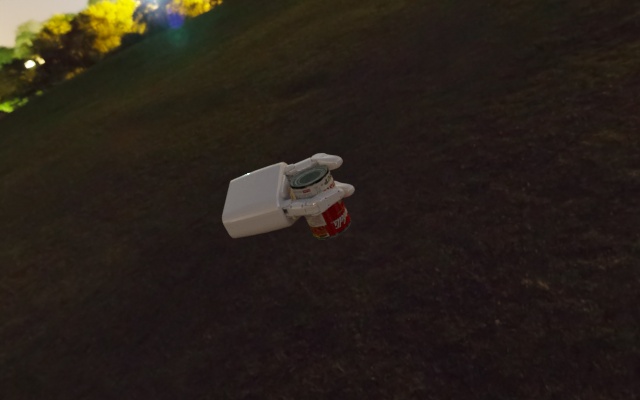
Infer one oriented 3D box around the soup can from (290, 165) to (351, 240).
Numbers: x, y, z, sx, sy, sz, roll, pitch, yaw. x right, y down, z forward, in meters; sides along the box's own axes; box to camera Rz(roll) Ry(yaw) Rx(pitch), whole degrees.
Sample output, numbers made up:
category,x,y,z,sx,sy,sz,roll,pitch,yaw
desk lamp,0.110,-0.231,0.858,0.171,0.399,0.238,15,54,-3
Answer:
category,x,y,z,sx,sy,sz,roll,pitch,yaw
soup can,0.000,0.002,0.771,0.068,0.102,0.068,-20,26,10
